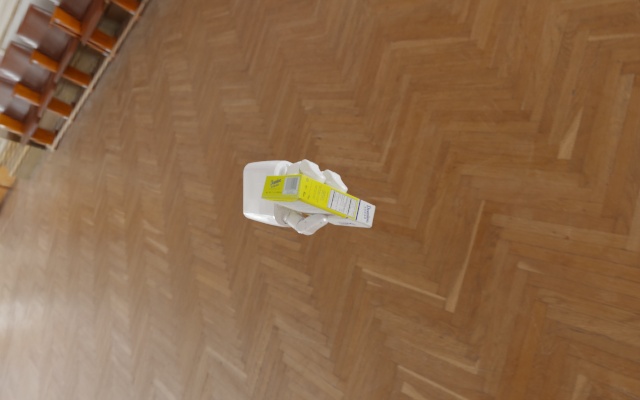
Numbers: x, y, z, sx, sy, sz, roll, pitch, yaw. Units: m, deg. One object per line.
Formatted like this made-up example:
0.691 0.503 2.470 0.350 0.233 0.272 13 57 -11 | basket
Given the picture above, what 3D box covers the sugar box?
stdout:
0.000 0.002 0.794 0.176 0.048 0.093 19 -11 -43 | sugar box
